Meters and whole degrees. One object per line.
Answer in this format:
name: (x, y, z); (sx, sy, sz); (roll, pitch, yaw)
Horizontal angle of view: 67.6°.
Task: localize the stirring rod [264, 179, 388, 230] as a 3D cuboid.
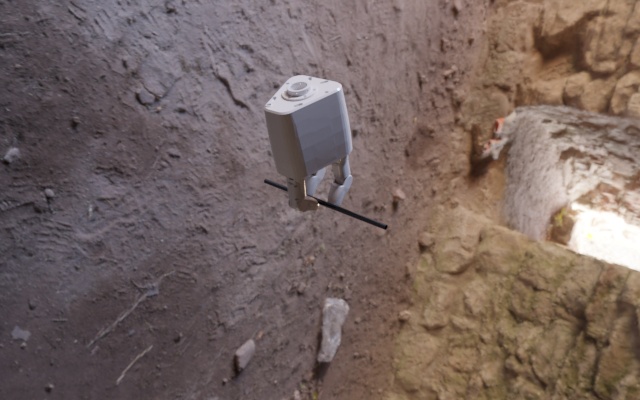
stirring rod: (0.000, 0.002, 0.747); (0.239, 0.011, 0.011); (21, 12, 34)
